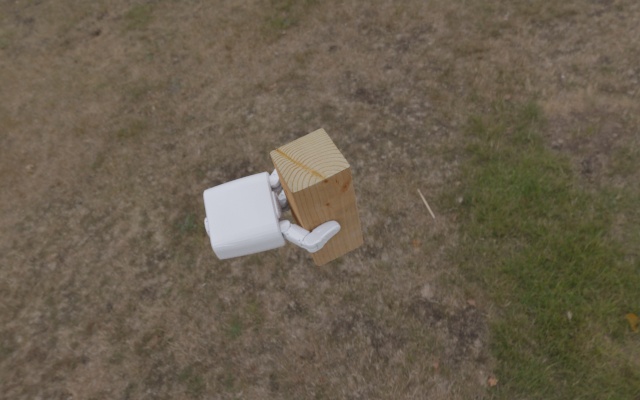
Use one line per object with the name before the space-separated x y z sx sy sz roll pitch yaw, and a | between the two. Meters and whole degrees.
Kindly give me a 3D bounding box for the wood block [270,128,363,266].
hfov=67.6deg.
wood block | 0.000 0.003 0.748 0.090 0.090 0.206 -26 -36 -8
